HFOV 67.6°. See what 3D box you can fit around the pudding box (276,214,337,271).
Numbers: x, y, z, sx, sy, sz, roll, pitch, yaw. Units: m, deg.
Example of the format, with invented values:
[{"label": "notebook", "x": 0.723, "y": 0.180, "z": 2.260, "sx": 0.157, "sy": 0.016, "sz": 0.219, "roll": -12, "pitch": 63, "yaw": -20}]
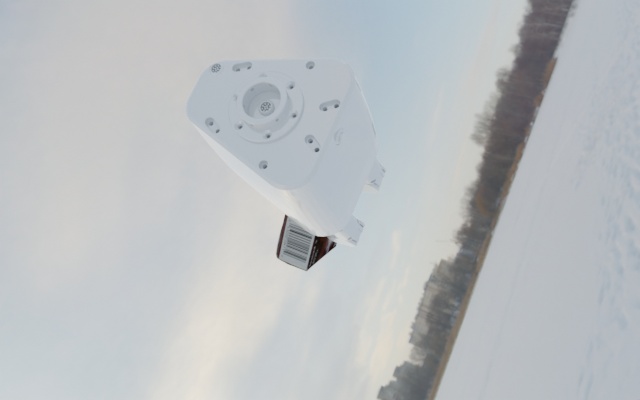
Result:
[{"label": "pudding box", "x": 0.000, "y": 0.001, "z": 0.471, "sx": 0.039, "sy": 0.113, "sz": 0.090, "roll": 21, "pitch": 16, "yaw": 16}]
